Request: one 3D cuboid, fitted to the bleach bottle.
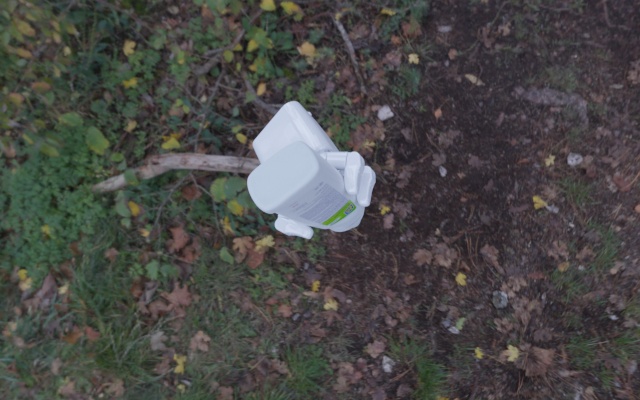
[{"bbox_3d":[0.000,0.002,0.705,0.102,0.068,0.251,-36,-27,9],"label":"bleach bottle"}]
